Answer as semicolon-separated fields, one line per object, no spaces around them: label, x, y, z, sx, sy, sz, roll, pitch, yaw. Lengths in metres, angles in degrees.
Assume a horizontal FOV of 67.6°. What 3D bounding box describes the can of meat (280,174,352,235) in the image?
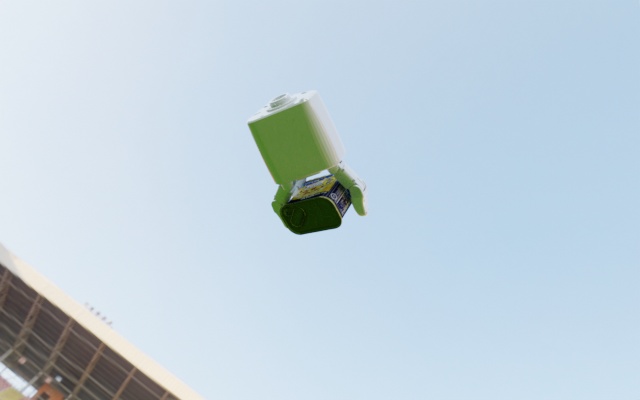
can of meat;0.000;0.002;0.746;0.102;0.057;0.084;-13;26;35
